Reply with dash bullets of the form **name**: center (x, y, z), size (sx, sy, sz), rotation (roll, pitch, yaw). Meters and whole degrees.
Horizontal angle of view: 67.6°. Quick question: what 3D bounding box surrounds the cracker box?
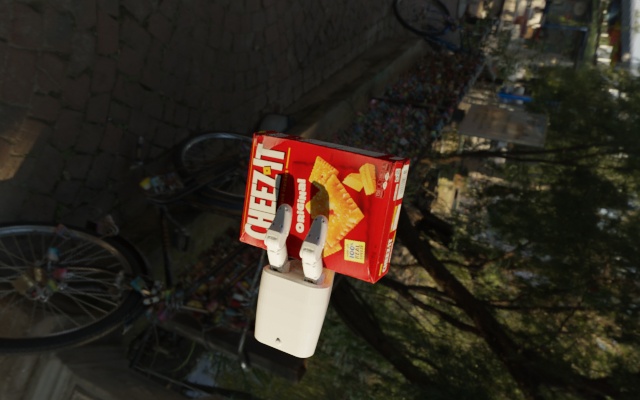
- **cracker box**: center (0.000, 0.002, 0.663), size (0.213, 0.164, 0.072), rotation (14, 12, 22)
